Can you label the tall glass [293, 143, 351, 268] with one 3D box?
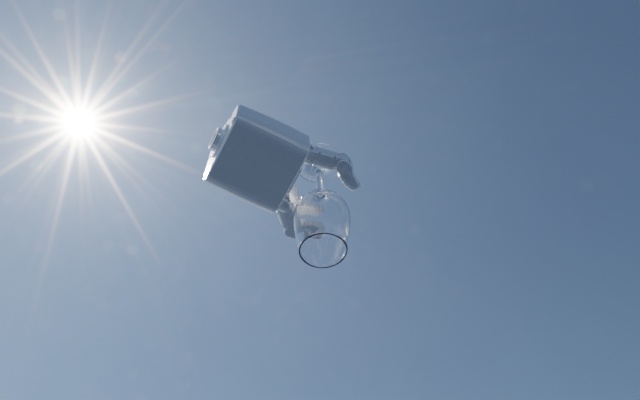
[{"bbox_3d":[0.000,0.002,0.674,0.079,0.079,0.200,0,38,-3],"label":"tall glass"}]
